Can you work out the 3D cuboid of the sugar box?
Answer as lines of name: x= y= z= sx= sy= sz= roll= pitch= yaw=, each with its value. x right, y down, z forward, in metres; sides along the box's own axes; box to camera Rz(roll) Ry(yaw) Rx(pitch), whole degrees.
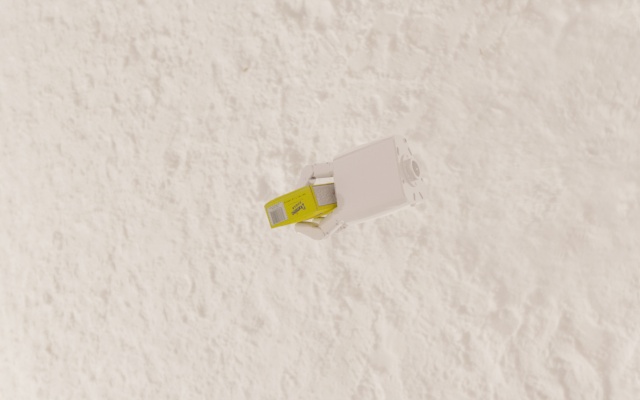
sugar box: x=0.000 y=0.003 z=0.768 sx=0.093 sy=0.048 sz=0.176 roll=-21 pitch=-8 yaw=32
